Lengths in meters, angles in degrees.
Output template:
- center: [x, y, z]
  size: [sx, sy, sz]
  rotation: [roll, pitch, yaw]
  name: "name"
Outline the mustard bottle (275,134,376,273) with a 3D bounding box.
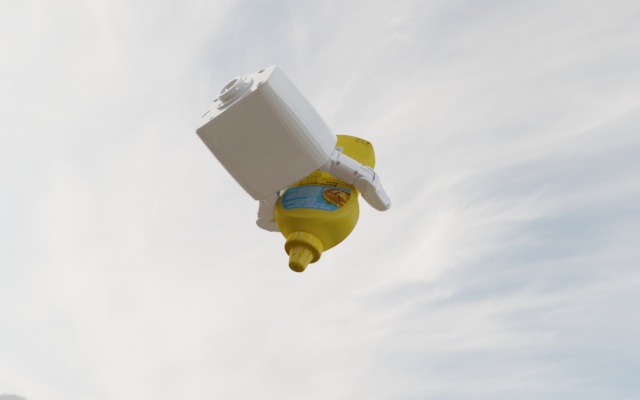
- center: [0.000, 0.002, 0.552]
  size: [0.096, 0.058, 0.191]
  rotation: [3, 45, 19]
  name: "mustard bottle"
